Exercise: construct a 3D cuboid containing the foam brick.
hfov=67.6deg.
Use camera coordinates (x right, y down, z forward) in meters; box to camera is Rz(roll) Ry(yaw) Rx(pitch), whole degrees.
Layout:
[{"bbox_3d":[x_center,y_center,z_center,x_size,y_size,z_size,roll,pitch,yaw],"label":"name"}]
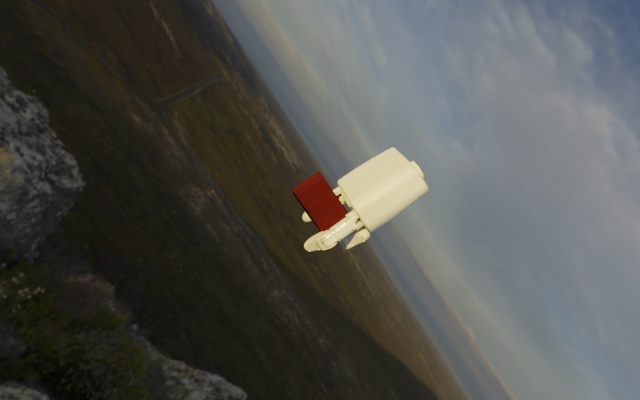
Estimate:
[{"bbox_3d":[0.000,0.002,0.722,0.051,0.078,0.053,-34,11,4],"label":"foam brick"}]
